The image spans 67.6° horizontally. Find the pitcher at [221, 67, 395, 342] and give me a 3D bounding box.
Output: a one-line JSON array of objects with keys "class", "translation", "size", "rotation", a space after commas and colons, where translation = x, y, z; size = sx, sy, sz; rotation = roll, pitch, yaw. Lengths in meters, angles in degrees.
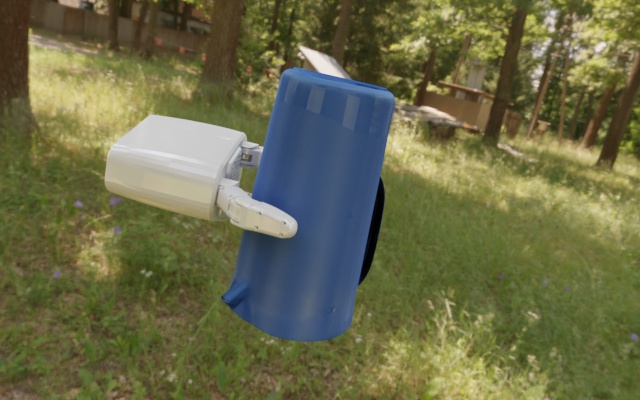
[{"class": "pitcher", "translation": [0.000, 0.002, 0.476], "size": [0.145, 0.243, 0.149], "rotation": [14, 16, 2]}]
